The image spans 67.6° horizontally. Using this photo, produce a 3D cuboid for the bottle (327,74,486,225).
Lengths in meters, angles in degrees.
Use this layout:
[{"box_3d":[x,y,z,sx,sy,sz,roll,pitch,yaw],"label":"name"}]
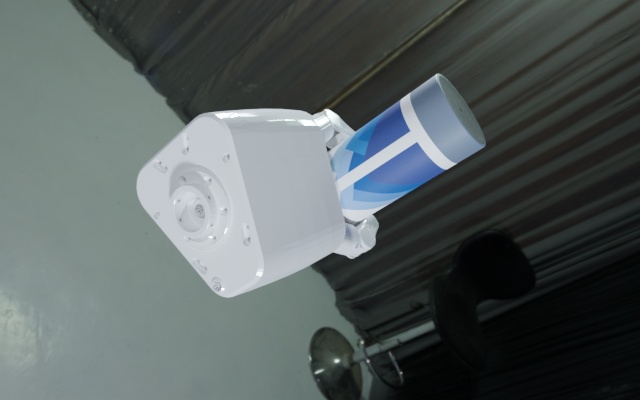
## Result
[{"box_3d":[0.000,0.001,0.435,0.296,0.069,0.069,-33,-18,29],"label":"bottle"}]
